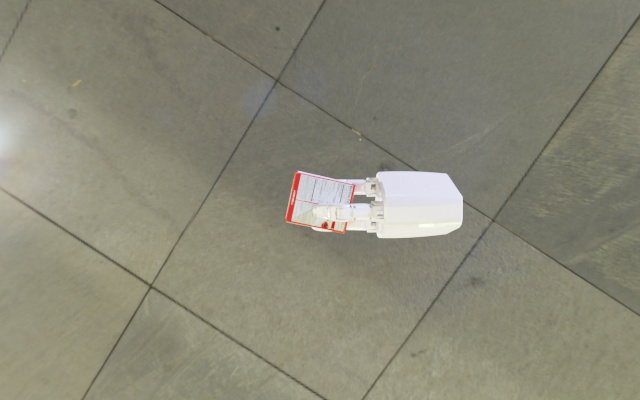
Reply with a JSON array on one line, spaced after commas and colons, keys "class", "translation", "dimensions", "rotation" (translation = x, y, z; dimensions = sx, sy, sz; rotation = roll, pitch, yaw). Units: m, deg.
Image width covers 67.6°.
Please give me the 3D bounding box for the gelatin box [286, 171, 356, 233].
[{"class": "gelatin box", "translation": [0.000, 0.002, 0.687], "dimensions": [0.089, 0.073, 0.030], "rotation": [12, 6, -4]}]
